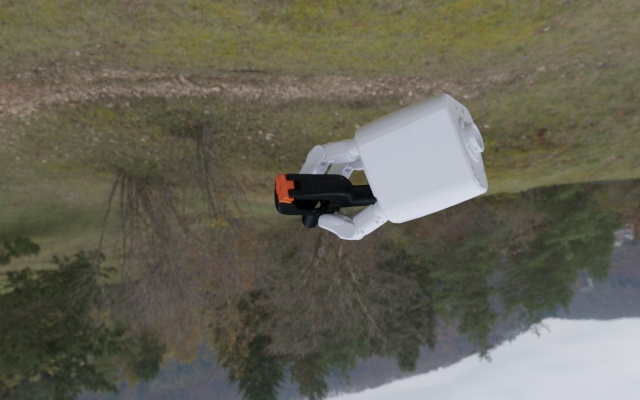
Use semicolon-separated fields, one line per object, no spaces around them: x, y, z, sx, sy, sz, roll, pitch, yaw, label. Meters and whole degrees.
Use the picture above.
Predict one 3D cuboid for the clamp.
0.000;0.003;0.592;0.164;0.036;0.210;-20;-16;32;clamp
